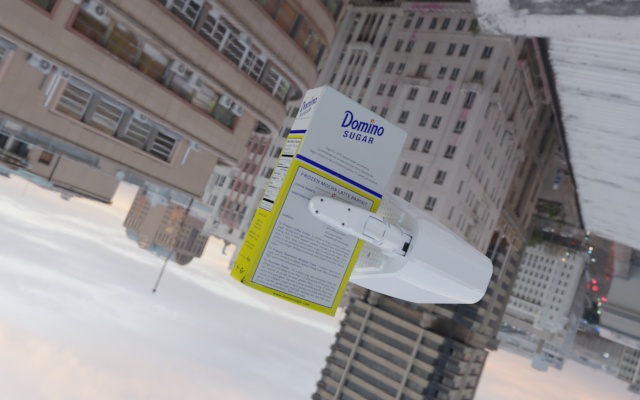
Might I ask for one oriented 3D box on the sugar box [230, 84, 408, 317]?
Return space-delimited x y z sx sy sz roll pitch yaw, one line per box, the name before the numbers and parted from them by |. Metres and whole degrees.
sugar box | 0.000 0.001 0.414 0.093 0.176 0.048 25 -7 -26
